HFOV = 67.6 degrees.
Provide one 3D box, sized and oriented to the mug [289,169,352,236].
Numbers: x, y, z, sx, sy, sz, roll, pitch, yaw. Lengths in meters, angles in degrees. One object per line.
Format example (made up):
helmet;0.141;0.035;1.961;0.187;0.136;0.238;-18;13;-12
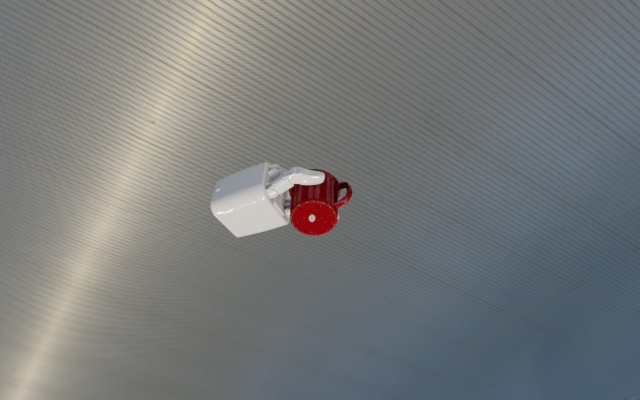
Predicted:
mug;0.001;0.002;0.823;0.117;0.093;0.081;-18;37;14
